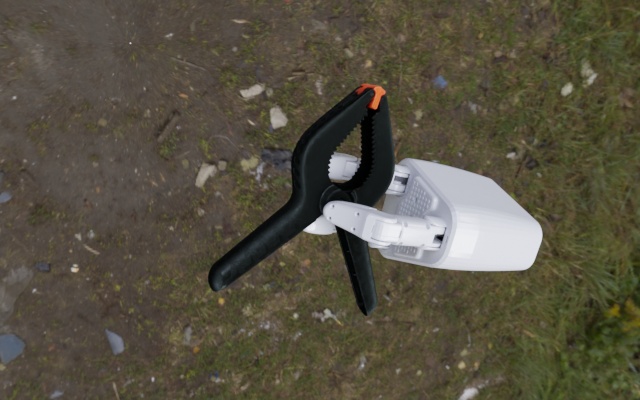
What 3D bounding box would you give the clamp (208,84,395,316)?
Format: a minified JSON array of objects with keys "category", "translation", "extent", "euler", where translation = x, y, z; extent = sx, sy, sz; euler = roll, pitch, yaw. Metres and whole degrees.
[{"category":"clamp","translation":[0.001,0.001,0.408],"extent":[0.164,0.210,0.036],"euler":[8,14,-26]}]
